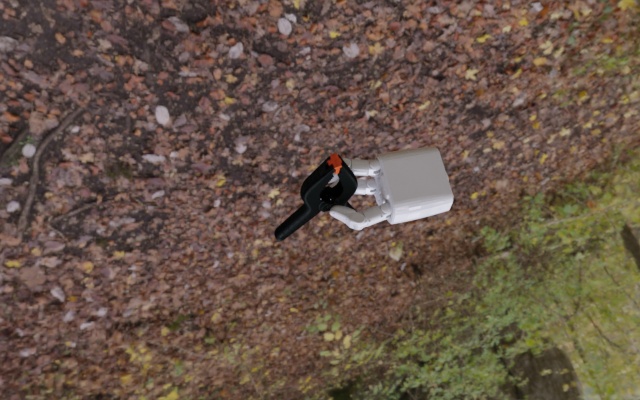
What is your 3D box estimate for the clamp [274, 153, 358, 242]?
[{"bbox_3d":[0.001,0.003,0.790,0.164,0.036,0.210,-13,-32,-10],"label":"clamp"}]
